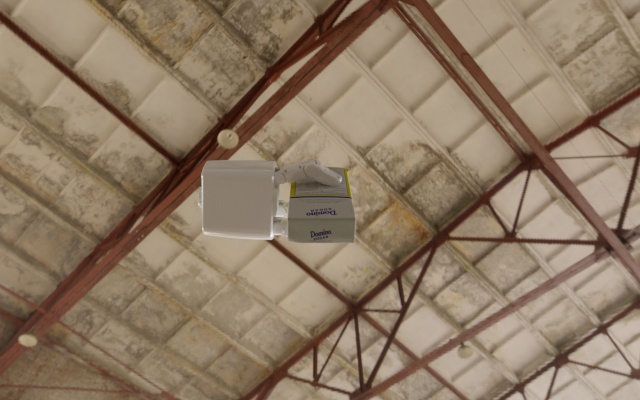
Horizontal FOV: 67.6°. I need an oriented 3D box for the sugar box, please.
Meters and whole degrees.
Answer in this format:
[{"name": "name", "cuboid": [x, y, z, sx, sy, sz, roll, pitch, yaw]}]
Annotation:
[{"name": "sugar box", "cuboid": [0.000, 0.003, 0.713, 0.093, 0.048, 0.176, 0, 29, 0]}]
